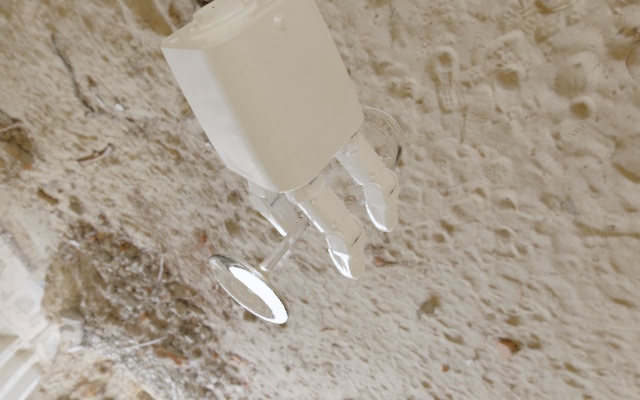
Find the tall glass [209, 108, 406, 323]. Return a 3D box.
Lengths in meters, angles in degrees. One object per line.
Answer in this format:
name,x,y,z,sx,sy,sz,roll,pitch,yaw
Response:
tall glass,0.000,0.002,0.406,0.079,0.079,0.201,0,40,46
